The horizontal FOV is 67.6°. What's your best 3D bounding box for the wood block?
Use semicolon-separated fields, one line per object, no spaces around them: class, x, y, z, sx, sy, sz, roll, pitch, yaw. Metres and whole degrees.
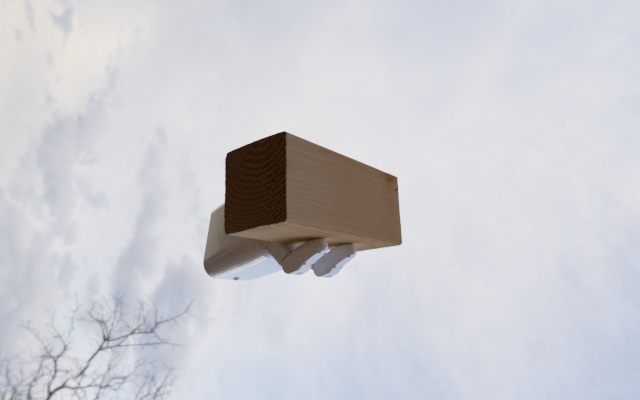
wood block;0.000;0.002;0.543;0.090;0.090;0.206;-14;-18;37
